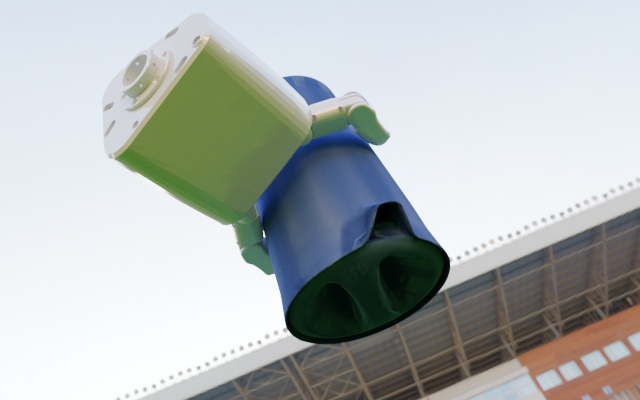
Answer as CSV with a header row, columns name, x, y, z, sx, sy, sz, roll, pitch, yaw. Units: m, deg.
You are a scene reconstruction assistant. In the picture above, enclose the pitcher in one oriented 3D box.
name,x,y,z,sx,sy,sz,roll,pitch,yaw
pitcher,0.000,0.001,0.440,0.149,0.242,0.145,-38,-42,16
